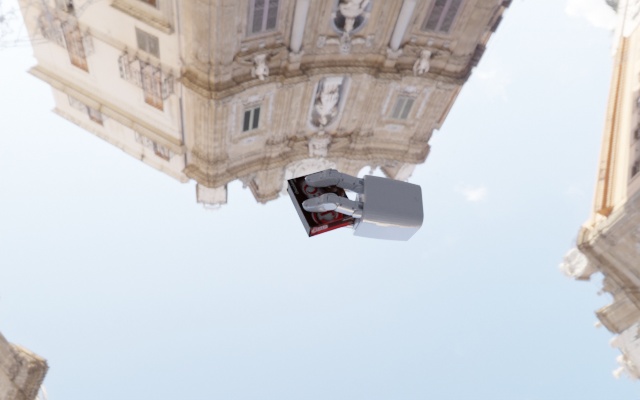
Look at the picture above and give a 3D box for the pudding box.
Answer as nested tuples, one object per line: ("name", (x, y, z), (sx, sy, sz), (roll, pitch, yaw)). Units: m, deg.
("pudding box", (0.000, 0.003, 0.851), (0.090, 0.113, 0.039), (-16, -35, -20))
